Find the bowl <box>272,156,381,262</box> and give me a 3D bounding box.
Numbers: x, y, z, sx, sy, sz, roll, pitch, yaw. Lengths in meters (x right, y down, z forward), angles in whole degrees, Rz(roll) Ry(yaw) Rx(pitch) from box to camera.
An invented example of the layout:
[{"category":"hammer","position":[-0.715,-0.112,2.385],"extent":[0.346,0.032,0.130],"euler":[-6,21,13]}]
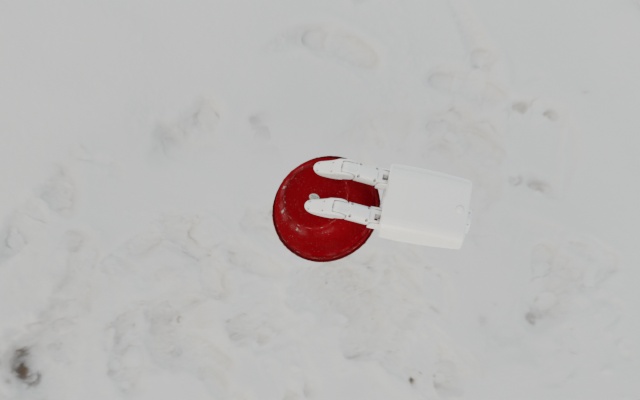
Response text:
[{"category":"bowl","position":[-0.001,0.002,0.669],"extent":[0.162,0.162,0.055],"euler":[0,-18,15]}]
